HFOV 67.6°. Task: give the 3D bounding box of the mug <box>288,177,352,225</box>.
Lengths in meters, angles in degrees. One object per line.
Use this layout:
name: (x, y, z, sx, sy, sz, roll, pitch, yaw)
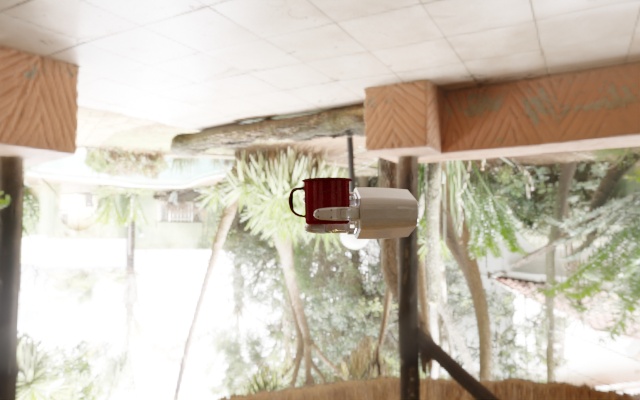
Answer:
mug: (-0.001, 0.003, 0.866, 0.117, 0.081, 0.093, -1, -3, -1)
